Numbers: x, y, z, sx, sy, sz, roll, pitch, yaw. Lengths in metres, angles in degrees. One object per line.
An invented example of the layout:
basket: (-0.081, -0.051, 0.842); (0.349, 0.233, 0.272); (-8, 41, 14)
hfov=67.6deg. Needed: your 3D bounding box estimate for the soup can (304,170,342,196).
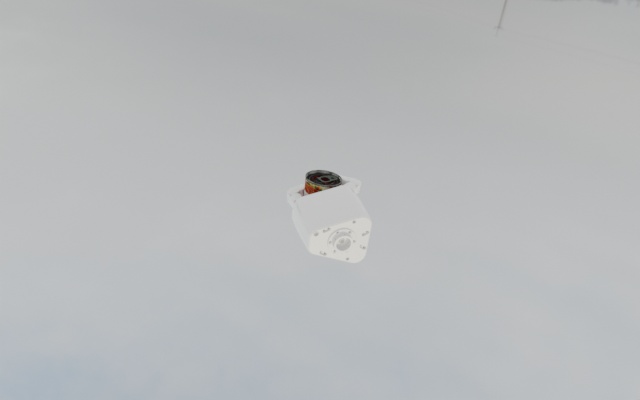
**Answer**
soup can: (0.000, 0.003, 0.890); (0.068, 0.102, 0.068); (6, 27, -3)
